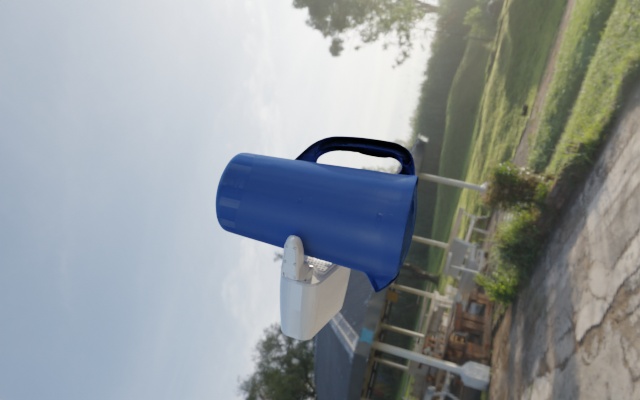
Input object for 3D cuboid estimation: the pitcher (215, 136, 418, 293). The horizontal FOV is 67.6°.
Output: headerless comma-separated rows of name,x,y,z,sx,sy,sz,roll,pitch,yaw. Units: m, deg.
pitcher,0.000,0.002,0.609,0.243,0.145,0.149,12,33,13
